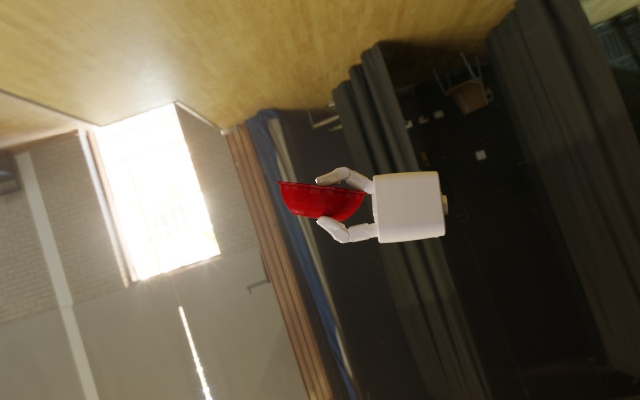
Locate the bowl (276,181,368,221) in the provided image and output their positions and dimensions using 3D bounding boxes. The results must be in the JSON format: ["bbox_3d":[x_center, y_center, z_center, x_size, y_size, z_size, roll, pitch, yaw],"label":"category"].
[{"bbox_3d":[-0.001,0.003,0.833,0.162,0.055,0.162,7,0,0],"label":"bowl"}]
